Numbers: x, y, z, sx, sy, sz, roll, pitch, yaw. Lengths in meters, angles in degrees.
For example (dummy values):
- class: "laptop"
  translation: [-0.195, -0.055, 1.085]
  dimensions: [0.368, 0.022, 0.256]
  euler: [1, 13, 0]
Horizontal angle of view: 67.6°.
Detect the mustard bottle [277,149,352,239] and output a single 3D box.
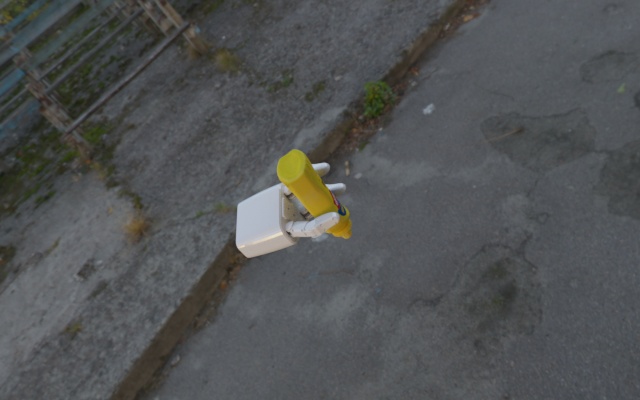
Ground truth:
- class: "mustard bottle"
  translation: [0.000, 0.002, 0.842]
  dimensions: [0.058, 0.192, 0.096]
  euler: [-35, 32, 5]
